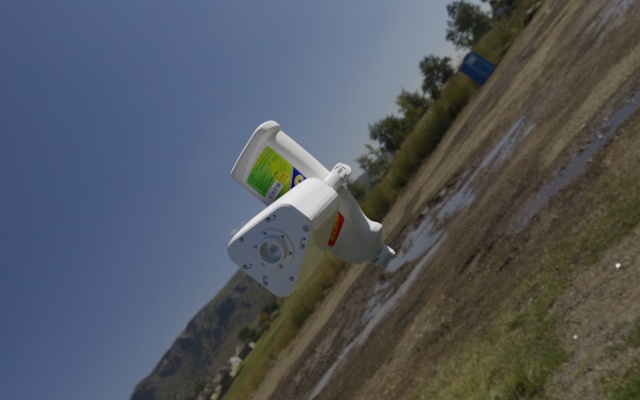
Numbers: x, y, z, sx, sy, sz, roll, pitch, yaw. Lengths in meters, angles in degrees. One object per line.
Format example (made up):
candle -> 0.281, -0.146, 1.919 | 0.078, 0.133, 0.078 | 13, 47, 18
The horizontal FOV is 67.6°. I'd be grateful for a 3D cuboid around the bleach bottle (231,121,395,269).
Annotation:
bleach bottle -> 0.000, 0.002, 0.670 | 0.251, 0.102, 0.068 | 37, 23, 4
